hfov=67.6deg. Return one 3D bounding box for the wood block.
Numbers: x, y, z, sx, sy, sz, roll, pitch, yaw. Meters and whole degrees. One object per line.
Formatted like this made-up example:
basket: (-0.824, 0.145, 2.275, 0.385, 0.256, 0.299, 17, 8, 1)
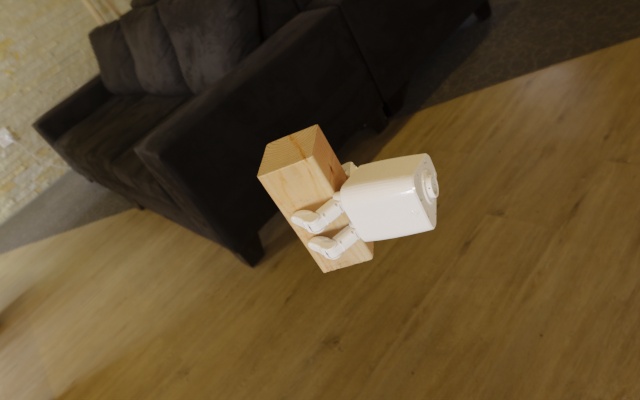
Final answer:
wood block: (0.000, 0.002, 0.731, 0.090, 0.206, 0.090, -19, 34, 20)
